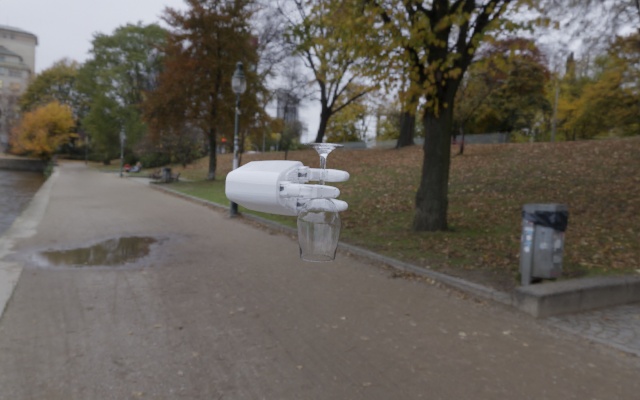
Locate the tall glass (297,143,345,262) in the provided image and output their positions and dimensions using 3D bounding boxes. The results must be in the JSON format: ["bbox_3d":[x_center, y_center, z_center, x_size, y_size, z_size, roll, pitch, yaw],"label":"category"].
[{"bbox_3d":[0.000,0.002,0.832,0.079,0.201,0.079,3,4,0],"label":"tall glass"}]
